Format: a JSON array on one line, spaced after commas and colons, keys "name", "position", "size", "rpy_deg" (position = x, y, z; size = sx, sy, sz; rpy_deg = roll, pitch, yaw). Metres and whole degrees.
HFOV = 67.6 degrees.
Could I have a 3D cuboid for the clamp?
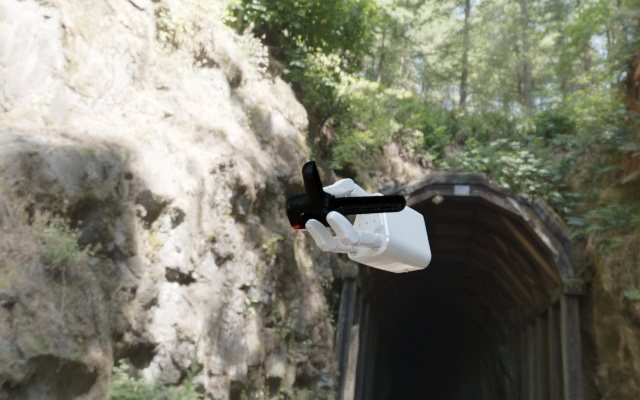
[{"name": "clamp", "position": [0.000, 0.002, 0.720], "size": [0.164, 0.036, 0.210], "rpy_deg": [24, -27, -30]}]
